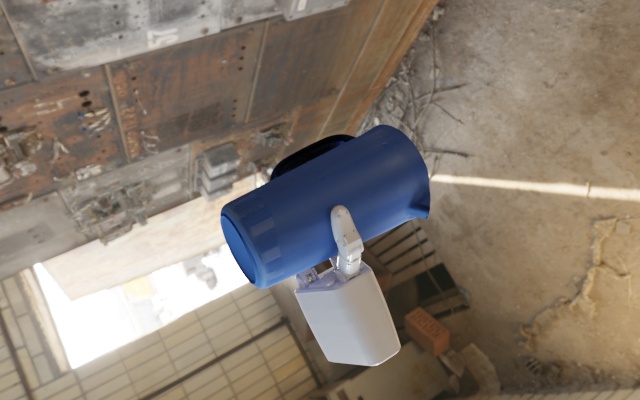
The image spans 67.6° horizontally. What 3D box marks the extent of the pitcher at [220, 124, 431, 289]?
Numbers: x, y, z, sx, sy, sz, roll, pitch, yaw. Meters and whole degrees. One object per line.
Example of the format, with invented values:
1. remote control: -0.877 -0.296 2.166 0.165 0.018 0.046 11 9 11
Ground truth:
1. pitcher: 0.000 0.002 0.596 0.243 0.145 0.149 -26 6 -23
